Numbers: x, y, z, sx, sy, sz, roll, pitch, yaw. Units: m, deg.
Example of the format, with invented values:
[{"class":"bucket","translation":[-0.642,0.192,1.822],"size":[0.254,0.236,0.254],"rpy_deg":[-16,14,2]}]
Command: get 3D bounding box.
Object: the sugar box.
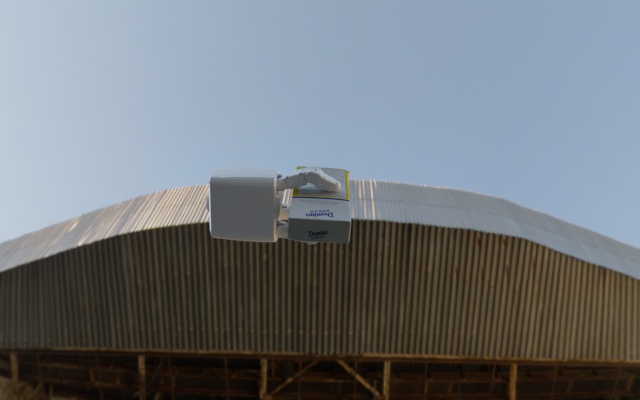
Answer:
[{"class":"sugar box","translation":[0.000,0.003,0.766],"size":[0.093,0.048,0.176],"rpy_deg":[4,32,0]}]
